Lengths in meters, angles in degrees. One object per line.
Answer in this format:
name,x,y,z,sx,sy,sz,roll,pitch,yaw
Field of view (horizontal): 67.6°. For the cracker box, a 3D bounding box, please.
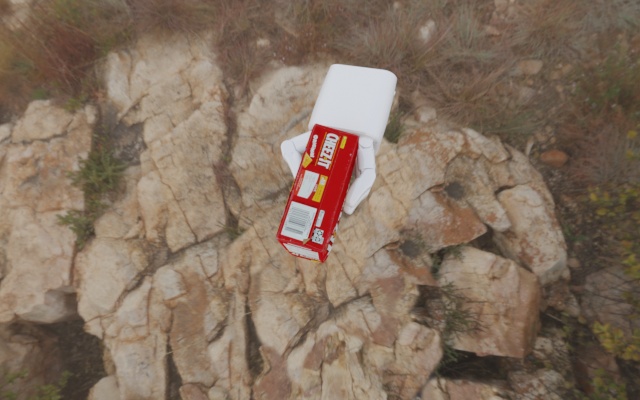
cracker box,0.000,0.002,0.713,0.072,0.164,0.214,17,-11,4
